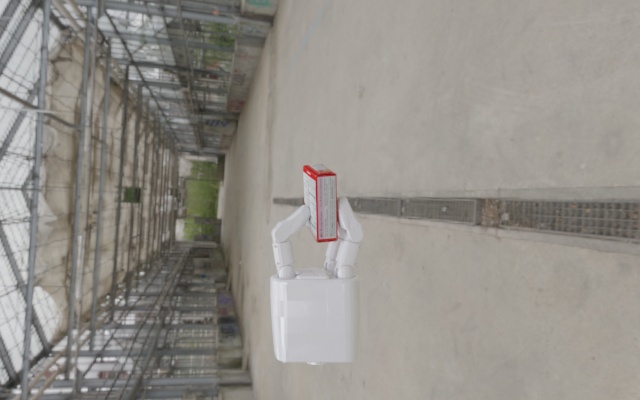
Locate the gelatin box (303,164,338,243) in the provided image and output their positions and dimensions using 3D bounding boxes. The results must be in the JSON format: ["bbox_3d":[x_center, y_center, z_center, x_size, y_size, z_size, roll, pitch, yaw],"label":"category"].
[{"bbox_3d":[0.000,0.002,0.621,0.030,0.089,0.073,-6,15,-13],"label":"gelatin box"}]
